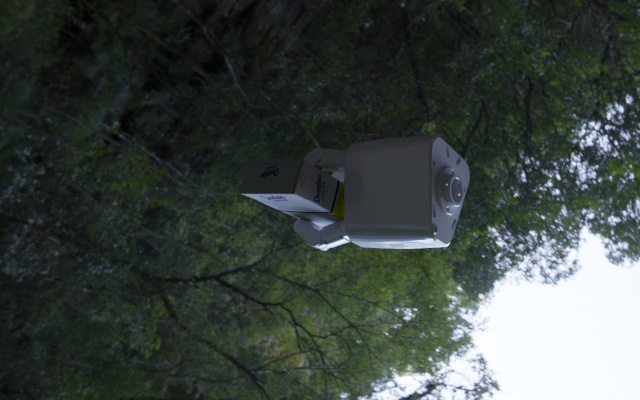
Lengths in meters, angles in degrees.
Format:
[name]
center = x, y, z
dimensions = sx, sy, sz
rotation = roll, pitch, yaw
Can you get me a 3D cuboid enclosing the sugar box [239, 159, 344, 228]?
[sugar box]
center = 0.000, 0.001, 0.576
dimensions = 0.093, 0.048, 0.176
rotation = 2, -20, 43
